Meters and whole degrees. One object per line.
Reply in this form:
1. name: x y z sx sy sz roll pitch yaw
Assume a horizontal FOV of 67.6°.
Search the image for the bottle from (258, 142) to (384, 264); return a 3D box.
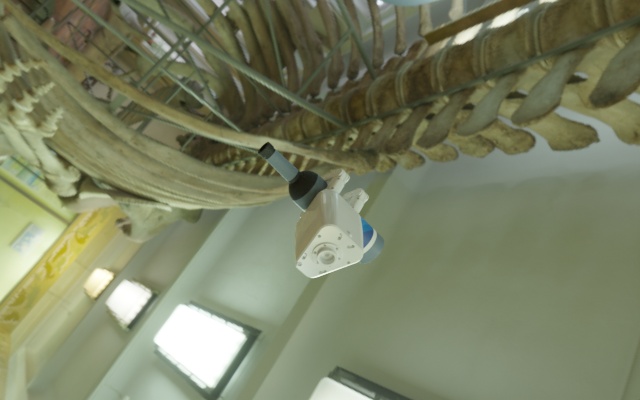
1. bottle: 0.000 0.003 0.873 0.296 0.069 0.069 44 -21 -23
